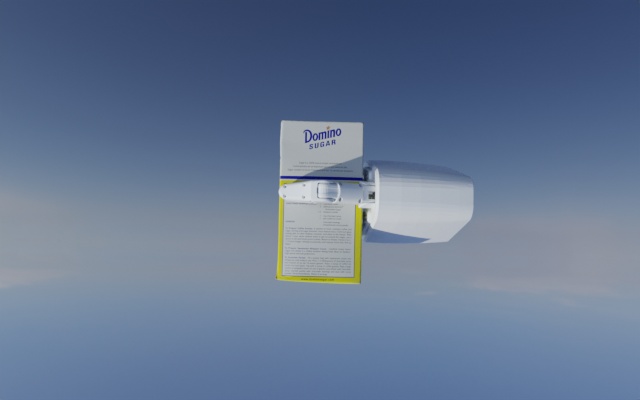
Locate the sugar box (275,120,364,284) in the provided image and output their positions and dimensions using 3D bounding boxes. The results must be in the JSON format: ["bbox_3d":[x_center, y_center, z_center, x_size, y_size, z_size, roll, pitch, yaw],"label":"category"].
[{"bbox_3d":[0.000,0.002,0.533,0.093,0.176,0.048,2,-6,0],"label":"sugar box"}]
